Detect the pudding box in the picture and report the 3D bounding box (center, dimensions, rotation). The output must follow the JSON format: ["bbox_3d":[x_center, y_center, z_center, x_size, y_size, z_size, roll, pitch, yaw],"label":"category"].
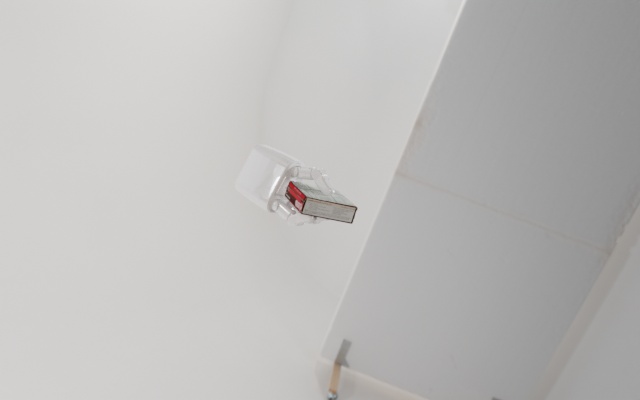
[{"bbox_3d":[0.000,0.003,0.896,0.113,0.039,0.090,10,18,-28],"label":"pudding box"}]
